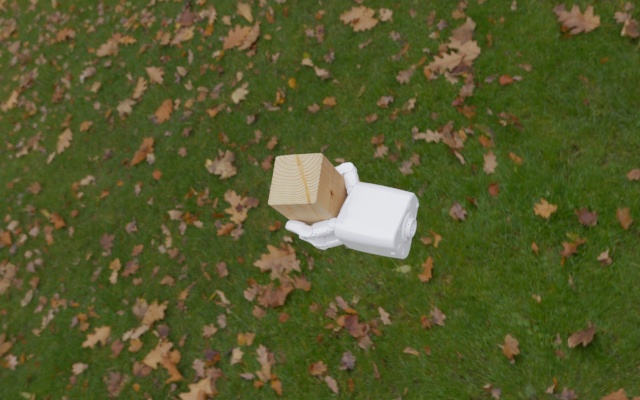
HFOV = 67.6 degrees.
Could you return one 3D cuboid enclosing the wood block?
[{"bbox_3d":[0.000,0.002,0.860,0.090,0.090,0.206,-2,-23,25],"label":"wood block"}]
